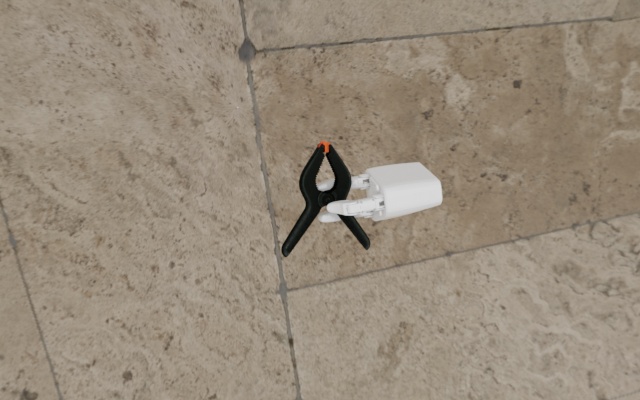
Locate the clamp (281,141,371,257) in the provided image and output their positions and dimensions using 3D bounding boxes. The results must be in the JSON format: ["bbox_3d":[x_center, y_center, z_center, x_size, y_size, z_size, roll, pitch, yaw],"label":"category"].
[{"bbox_3d":[0.000,0.002,0.845,0.164,0.210,0.036,-11,13,-13],"label":"clamp"}]
